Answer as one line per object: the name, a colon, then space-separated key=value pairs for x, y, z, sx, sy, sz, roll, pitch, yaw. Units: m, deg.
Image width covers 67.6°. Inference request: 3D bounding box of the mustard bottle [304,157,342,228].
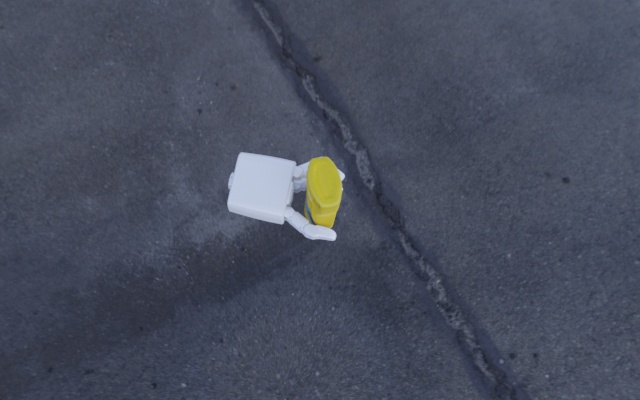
mustard bottle: x=0.000 y=0.003 z=0.884 sx=0.058 sy=0.096 sz=0.192 roll=-11 pitch=-21 yaw=-9
